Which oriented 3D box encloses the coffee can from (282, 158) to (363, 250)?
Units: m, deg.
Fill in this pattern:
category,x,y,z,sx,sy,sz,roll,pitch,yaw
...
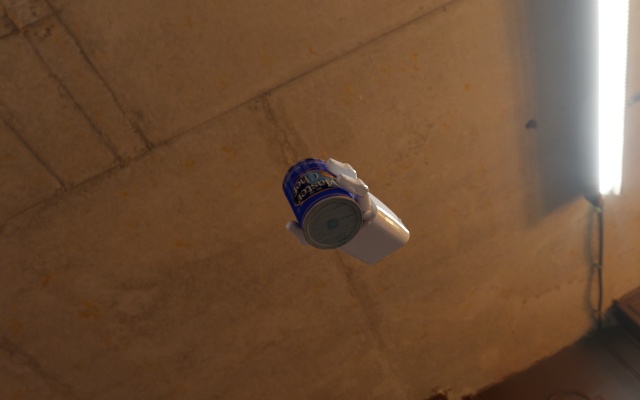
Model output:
category,x,y,z,sx,sy,sz,roll,pitch,yaw
coffee can,0.000,0.003,0.828,0.103,0.103,0.140,0,32,-21
